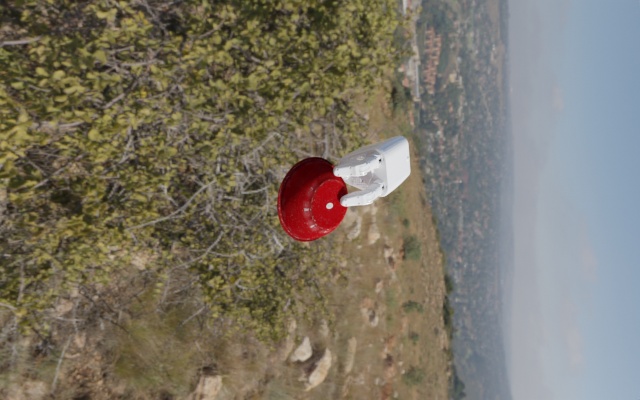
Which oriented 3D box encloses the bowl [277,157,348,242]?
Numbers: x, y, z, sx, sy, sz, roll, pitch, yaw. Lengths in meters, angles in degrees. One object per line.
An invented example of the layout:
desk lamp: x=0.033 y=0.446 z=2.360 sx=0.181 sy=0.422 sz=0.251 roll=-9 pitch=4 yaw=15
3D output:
bowl: x=0.000 y=0.004 z=0.873 sx=0.162 sy=0.162 sz=0.055 roll=0 pitch=10 yaw=-42
